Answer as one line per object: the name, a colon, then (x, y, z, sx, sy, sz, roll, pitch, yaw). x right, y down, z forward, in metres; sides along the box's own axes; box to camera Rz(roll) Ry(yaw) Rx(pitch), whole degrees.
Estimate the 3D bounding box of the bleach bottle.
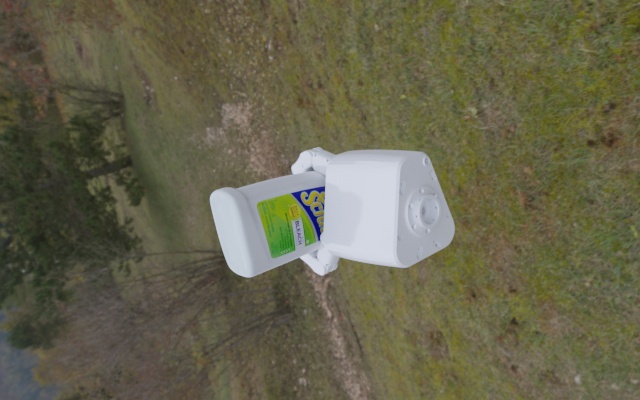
bleach bottle: (0.000, 0.002, 0.577, 0.251, 0.102, 0.068, -21, 16, -34)
